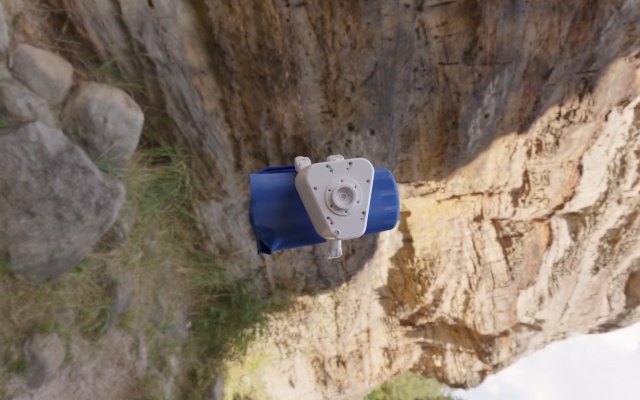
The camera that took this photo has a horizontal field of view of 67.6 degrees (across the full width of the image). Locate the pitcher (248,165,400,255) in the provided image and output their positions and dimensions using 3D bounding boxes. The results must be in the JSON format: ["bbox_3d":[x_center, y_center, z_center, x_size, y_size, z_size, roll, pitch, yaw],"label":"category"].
[{"bbox_3d":[0.000,0.003,0.806,0.243,0.149,0.145,-7,-2,-8],"label":"pitcher"}]
